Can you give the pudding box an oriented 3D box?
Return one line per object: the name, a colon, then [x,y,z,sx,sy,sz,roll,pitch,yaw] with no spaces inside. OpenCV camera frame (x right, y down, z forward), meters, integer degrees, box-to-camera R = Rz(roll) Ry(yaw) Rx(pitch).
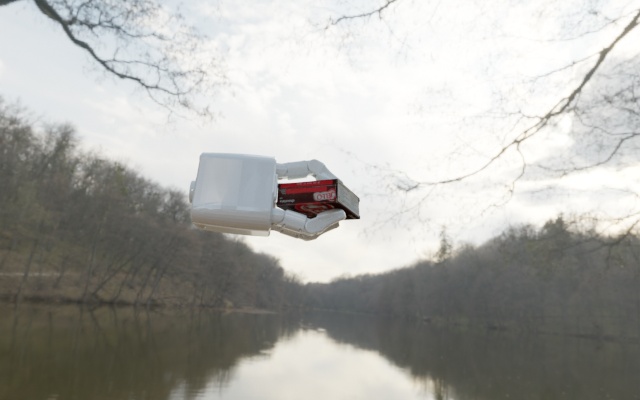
pudding box: [0.000,0.002,0.688,0.090,0.039,0.113,-3,-13,21]
